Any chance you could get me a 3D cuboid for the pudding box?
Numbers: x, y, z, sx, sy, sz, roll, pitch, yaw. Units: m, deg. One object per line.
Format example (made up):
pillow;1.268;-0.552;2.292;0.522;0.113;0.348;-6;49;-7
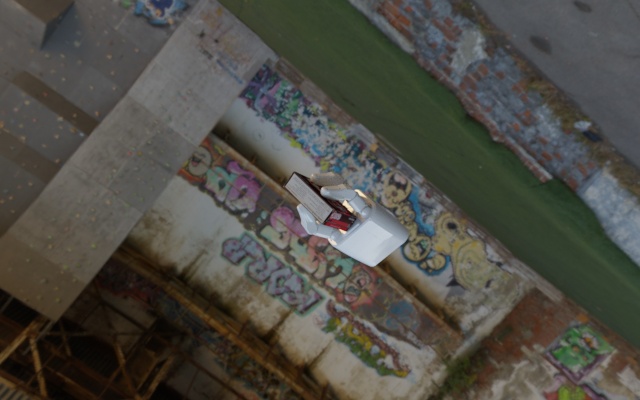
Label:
pudding box;0.000;0.003;0.838;0.113;0.039;0.090;41;9;30
